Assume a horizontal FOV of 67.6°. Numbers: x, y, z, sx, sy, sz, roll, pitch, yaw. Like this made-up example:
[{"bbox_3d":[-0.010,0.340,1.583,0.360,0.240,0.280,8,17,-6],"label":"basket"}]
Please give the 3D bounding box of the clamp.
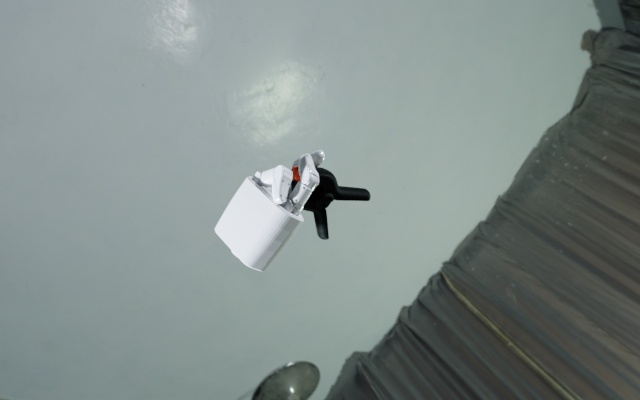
[{"bbox_3d":[0.000,0.003,0.811,0.171,0.120,0.039,29,11,-41],"label":"clamp"}]
